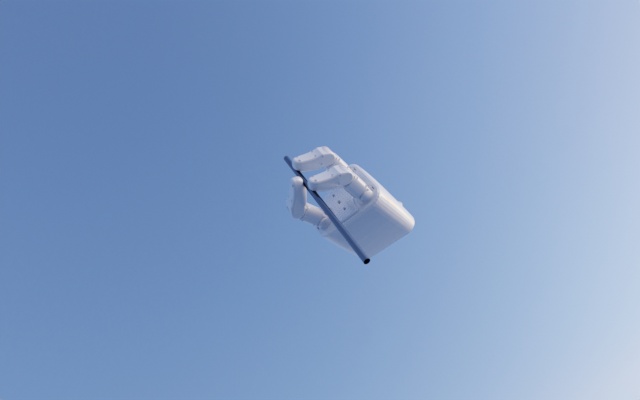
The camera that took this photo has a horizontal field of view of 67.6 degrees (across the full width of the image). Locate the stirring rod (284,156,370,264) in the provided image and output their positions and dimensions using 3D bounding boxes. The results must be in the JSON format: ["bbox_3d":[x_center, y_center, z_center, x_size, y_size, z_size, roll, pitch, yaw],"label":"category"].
[{"bbox_3d":[0.000,0.002,0.596,0.011,0.011,0.239,0,31,-29],"label":"stirring rod"}]
